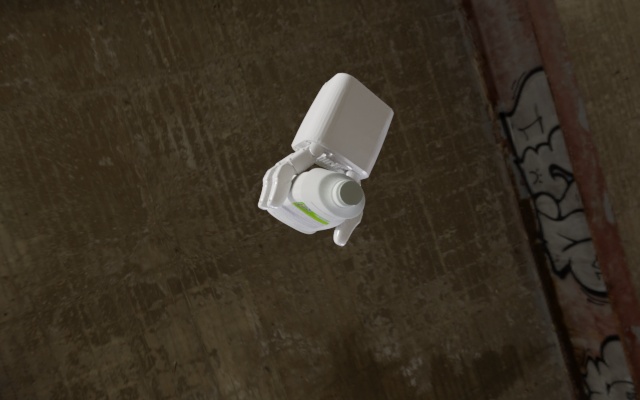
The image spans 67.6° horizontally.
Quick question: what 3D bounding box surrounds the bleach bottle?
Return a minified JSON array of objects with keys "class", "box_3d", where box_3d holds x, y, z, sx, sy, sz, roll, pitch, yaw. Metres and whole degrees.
[{"class":"bleach bottle","box_3d":[0.000,0.002,0.644,0.102,0.068,0.251,29,-12,-16]}]
